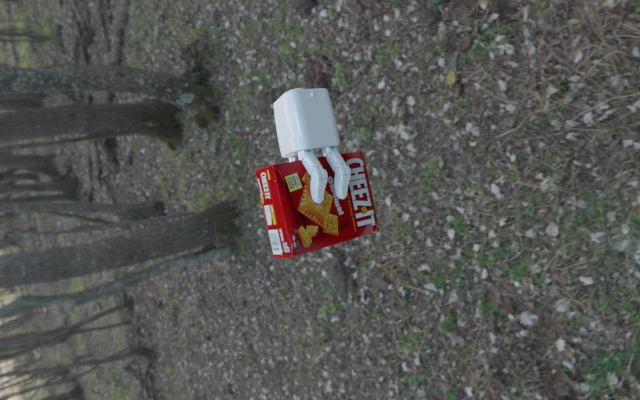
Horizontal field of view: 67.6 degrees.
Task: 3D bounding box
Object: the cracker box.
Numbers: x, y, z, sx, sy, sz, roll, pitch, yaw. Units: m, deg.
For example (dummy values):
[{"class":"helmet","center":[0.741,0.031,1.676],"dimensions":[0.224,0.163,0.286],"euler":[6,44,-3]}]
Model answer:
[{"class":"cracker box","center":[0.000,0.003,0.886],"dimensions":[0.213,0.164,0.072],"euler":[-13,2,-36]}]
